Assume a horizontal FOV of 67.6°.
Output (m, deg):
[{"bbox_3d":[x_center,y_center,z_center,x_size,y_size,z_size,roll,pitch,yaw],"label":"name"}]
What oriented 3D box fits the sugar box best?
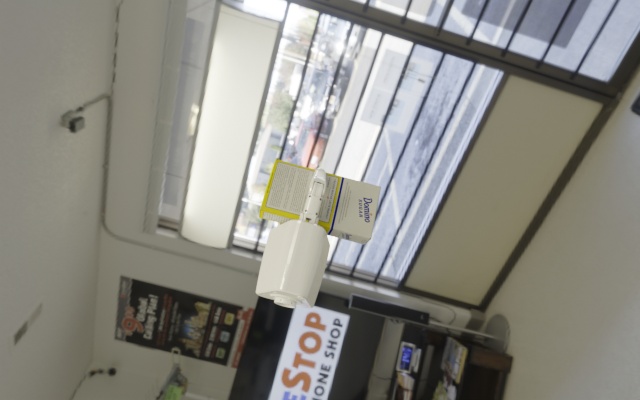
[{"bbox_3d":[0.000,0.003,0.755,0.176,0.093,0.048,16,-21,-6],"label":"sugar box"}]
